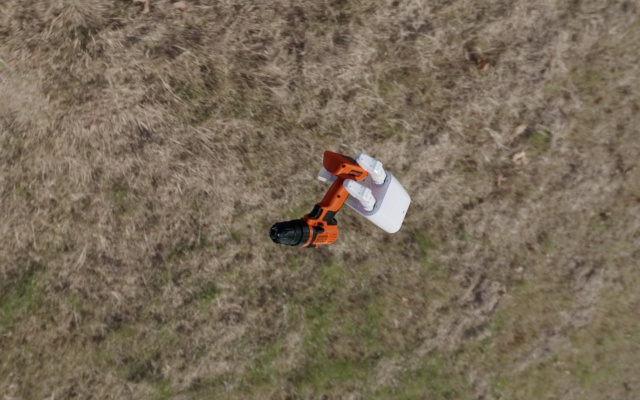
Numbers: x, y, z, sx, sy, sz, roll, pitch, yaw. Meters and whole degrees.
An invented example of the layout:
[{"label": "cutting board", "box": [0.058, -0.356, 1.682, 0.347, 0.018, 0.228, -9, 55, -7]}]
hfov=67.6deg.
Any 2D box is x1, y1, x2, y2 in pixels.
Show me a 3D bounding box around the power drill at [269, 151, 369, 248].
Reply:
[{"label": "power drill", "box": [0.001, 0.003, 0.881, 0.057, 0.188, 0.184, 38, 18, 28]}]
